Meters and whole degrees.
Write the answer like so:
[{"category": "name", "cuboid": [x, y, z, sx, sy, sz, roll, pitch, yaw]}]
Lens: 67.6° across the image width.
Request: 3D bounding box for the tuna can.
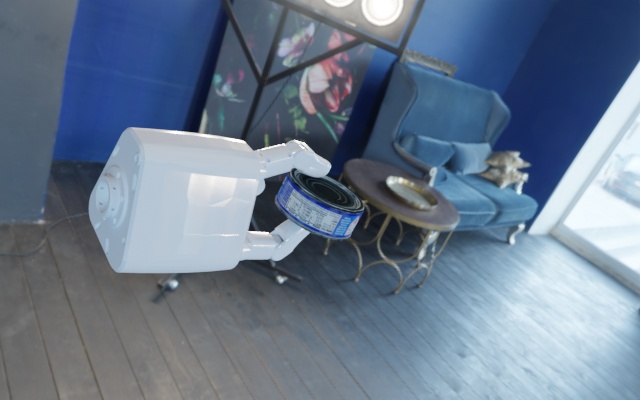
[{"category": "tuna can", "cuboid": [0.000, 0.001, 0.478, 0.086, 0.034, 0.086, 25, 19, -9]}]
